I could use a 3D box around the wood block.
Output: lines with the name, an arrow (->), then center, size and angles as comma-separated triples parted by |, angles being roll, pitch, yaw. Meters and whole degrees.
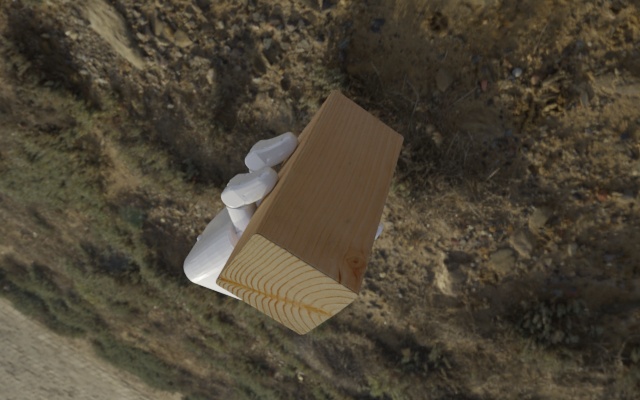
wood block -> 0.000, 0.002, 0.439 | 0.091, 0.206, 0.090 | 33, -45, -10
